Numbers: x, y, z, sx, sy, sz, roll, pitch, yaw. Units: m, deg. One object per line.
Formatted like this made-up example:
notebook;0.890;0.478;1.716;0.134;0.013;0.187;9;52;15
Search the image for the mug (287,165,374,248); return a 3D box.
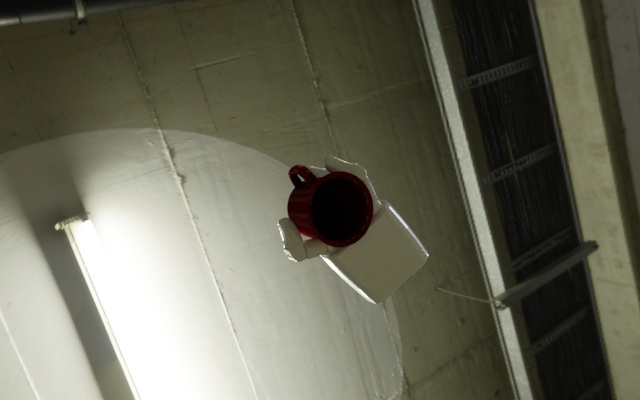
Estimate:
mug;-0.001;0.001;0.612;0.117;0.093;0.081;48;-19;-19
